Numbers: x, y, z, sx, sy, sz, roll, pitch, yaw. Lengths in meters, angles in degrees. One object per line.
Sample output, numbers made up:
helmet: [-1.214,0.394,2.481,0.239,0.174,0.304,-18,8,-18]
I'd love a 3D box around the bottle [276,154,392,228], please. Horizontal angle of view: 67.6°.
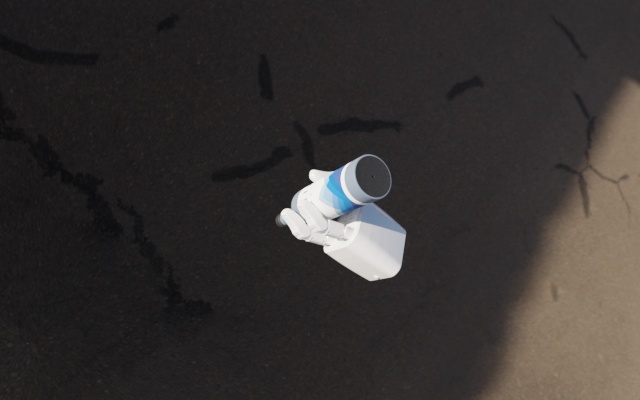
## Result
bottle: [0.000,0.002,0.794,0.069,0.069,0.296,0,-14,-31]
